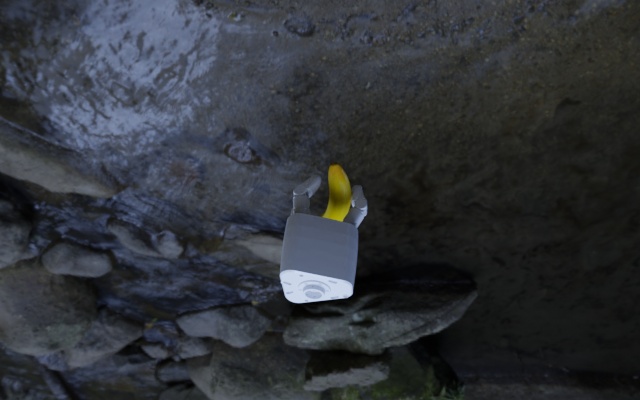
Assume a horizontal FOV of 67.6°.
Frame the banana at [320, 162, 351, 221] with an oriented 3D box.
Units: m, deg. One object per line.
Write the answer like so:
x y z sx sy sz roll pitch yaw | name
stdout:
0.016 0.011 0.832 0.069 0.037 0.198 21 -41 -9 | banana
